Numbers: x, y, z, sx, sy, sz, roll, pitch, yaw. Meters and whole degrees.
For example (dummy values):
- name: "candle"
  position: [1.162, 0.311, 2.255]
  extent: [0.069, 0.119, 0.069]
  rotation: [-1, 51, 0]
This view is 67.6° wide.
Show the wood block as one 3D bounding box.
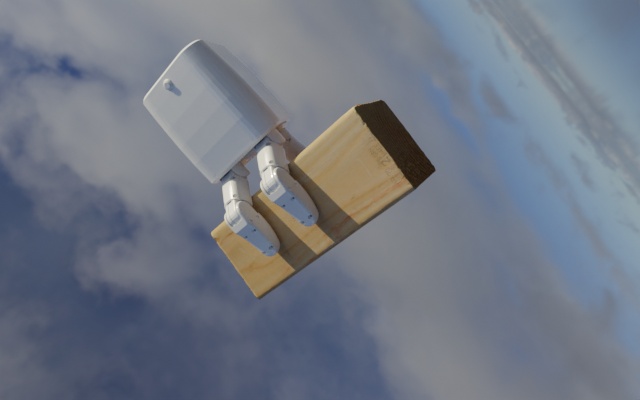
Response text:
- name: "wood block"
  position: [0.000, 0.001, 0.482]
  extent: [0.206, 0.090, 0.091]
  rotation: [-38, -3, 29]
